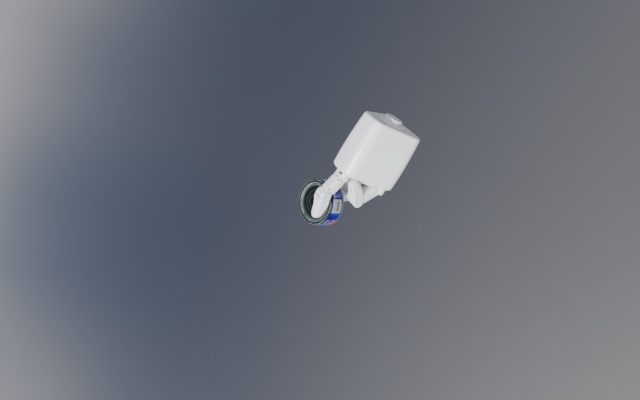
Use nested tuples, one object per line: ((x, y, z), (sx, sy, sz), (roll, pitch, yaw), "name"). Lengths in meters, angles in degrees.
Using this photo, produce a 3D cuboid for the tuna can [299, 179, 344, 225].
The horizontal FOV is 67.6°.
((0.000, 0.003, 0.878), (0.086, 0.086, 0.034), (0, -1, 44), "tuna can")
